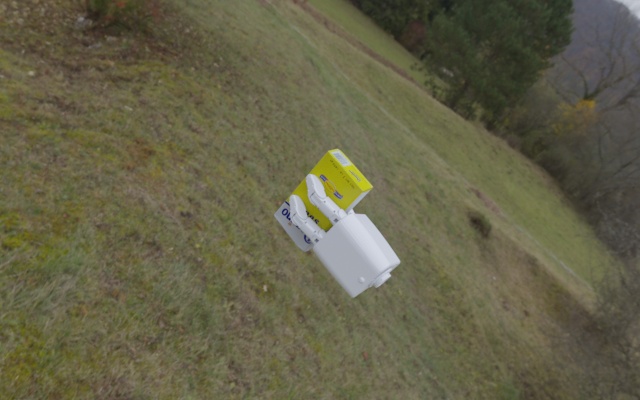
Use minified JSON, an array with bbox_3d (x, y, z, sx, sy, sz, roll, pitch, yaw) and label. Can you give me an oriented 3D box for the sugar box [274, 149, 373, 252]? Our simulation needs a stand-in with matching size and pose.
[{"bbox_3d":[0.000,0.003,0.837,0.176,0.093,0.048,-48,-16,29],"label":"sugar box"}]
